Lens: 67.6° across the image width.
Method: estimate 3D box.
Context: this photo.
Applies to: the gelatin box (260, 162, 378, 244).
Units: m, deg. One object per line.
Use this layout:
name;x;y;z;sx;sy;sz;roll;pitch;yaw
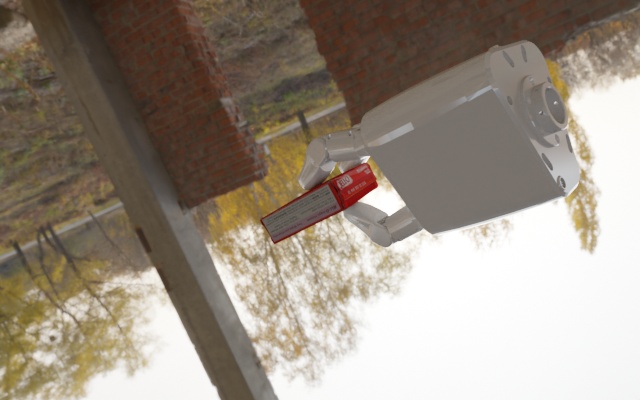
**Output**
gelatin box;0.000;0.002;0.437;0.089;0.030;0.073;-29;0;34
